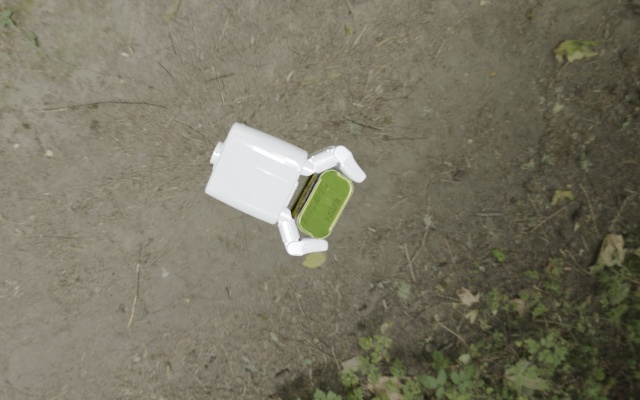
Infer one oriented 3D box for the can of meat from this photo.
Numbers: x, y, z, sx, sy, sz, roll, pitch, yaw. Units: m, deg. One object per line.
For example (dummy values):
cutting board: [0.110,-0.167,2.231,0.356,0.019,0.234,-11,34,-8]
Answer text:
can of meat: [0.000,0.002,0.687,0.057,0.102,0.084,28,0,-10]
